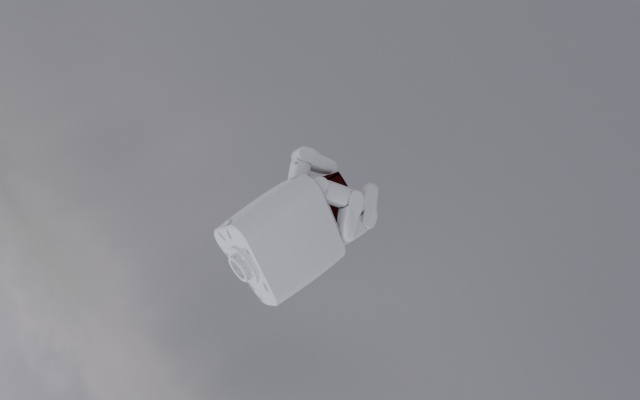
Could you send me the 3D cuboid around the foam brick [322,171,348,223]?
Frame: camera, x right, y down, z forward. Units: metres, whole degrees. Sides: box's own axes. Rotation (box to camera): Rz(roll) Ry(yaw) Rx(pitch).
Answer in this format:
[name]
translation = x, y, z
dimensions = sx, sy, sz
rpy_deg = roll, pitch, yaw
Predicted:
[foam brick]
translation = 0.000, 0.002, 0.620
dimensions = 0.051, 0.053, 0.078
rpy_deg = -36, 10, -27
